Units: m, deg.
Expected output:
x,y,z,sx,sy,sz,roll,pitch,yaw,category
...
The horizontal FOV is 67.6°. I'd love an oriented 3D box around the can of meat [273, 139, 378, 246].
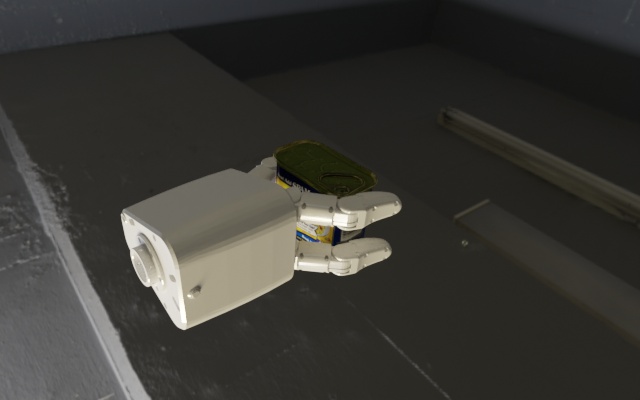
x,y,z,sx,sy,sz,roll,pitch,yaw,category
0.000,0.002,0.462,0.057,0.084,0.102,-26,45,-37,can of meat
